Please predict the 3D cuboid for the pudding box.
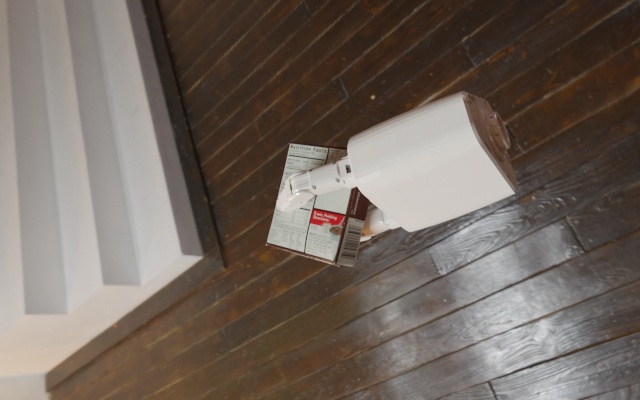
[{"bbox_3d":[0.000,0.002,0.474,0.090,0.113,0.039,11,-5,35],"label":"pudding box"}]
